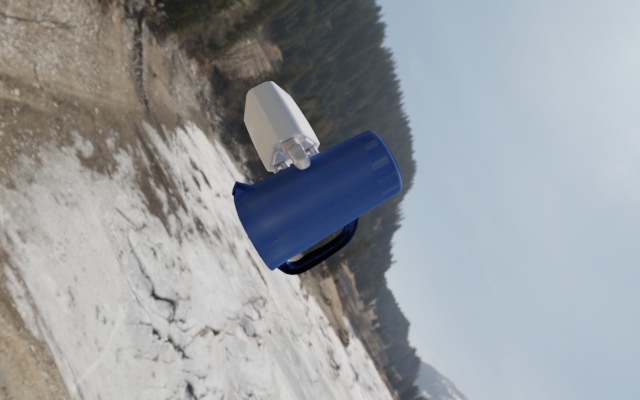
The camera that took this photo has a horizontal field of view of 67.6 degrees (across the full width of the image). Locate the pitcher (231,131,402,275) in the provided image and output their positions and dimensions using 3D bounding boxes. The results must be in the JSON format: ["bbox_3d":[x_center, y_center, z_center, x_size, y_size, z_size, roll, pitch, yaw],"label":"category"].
[{"bbox_3d":[0.000,0.002,0.732,0.243,0.145,0.149,-28,-17,-3],"label":"pitcher"}]
